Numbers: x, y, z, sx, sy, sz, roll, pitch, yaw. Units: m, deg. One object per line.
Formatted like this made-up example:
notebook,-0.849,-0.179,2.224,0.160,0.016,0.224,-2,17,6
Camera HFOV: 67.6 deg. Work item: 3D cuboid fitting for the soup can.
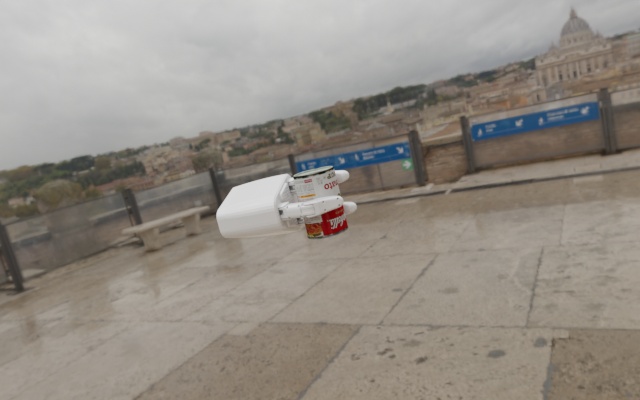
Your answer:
soup can,0.000,0.002,0.756,0.068,0.102,0.068,-13,10,2
